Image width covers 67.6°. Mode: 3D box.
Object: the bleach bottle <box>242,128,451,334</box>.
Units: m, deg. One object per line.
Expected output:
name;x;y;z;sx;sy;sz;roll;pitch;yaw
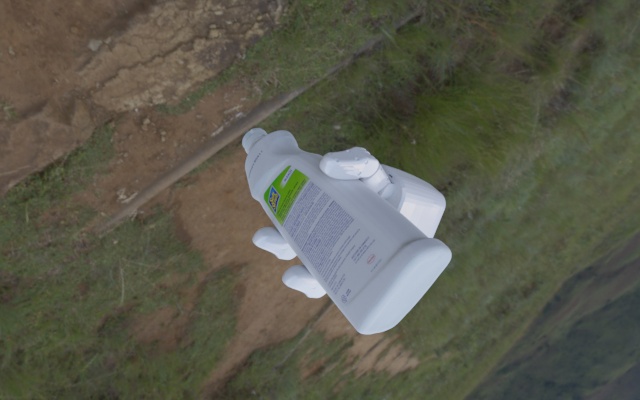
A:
bleach bottle;0.000;0.002;0.458;0.068;0.102;0.250;9;31;-50
